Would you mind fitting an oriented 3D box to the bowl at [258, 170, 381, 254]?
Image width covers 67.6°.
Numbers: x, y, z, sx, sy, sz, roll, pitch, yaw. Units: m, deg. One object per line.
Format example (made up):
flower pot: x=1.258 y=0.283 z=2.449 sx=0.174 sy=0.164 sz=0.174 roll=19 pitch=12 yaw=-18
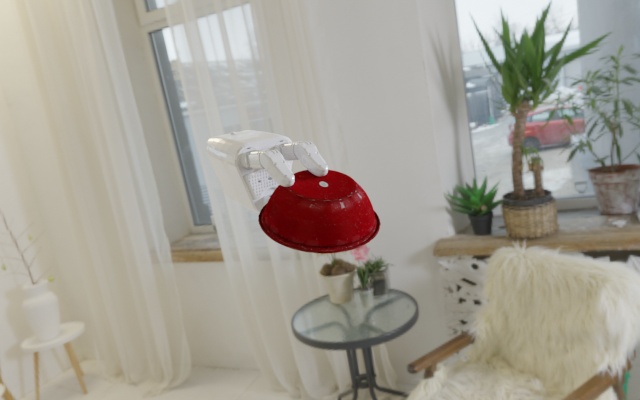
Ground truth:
bowl: x=0.001 y=0.002 z=0.622 sx=0.162 sy=0.055 sz=0.162 roll=3 pitch=28 yaw=-2
